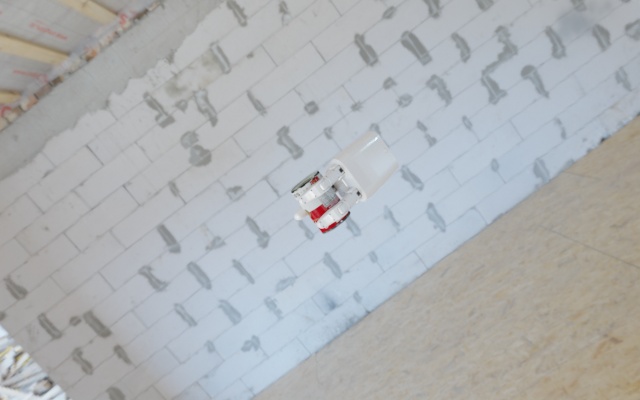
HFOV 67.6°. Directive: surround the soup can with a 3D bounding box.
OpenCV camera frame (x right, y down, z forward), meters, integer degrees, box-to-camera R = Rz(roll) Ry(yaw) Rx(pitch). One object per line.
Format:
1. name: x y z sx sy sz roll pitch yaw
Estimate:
1. soup can: 0.000 0.003 0.900 0.068 0.102 0.068 -36 9 7
